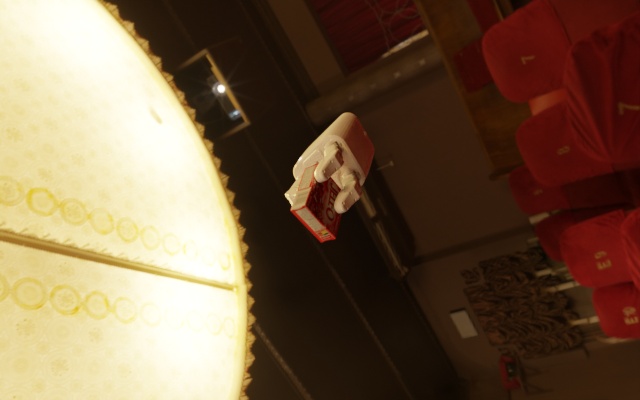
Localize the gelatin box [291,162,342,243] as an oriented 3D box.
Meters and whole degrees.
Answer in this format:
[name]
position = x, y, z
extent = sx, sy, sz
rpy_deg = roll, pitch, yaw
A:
[gelatin box]
position = 0.000, 0.003, 0.676
extent = 0.030, 0.089, 0.073
rpy_deg = -19, -53, 33
